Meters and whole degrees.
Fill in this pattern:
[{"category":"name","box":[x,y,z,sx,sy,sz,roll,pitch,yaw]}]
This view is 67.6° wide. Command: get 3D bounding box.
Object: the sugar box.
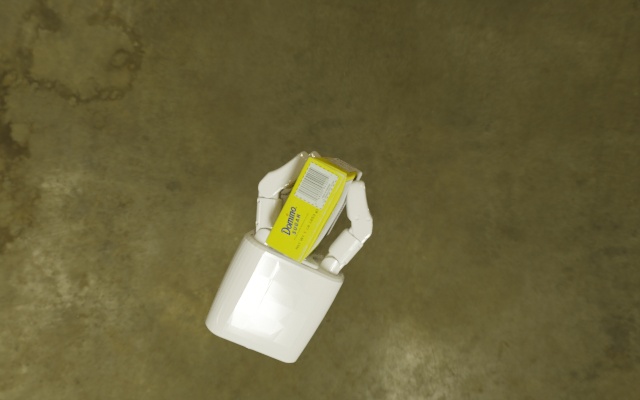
[{"category":"sugar box","box":[0.000,0.002,0.512,0.048,0.093,0.176,29,8,3]}]
